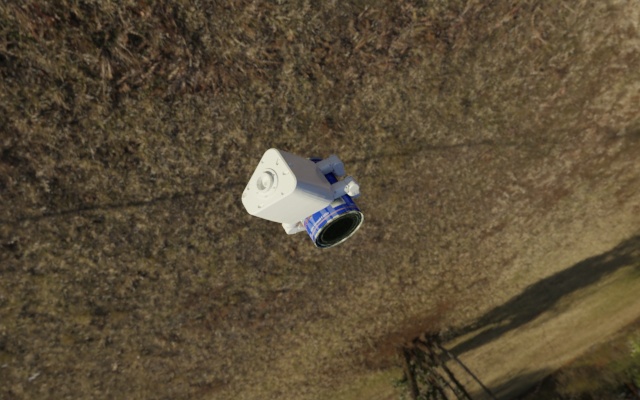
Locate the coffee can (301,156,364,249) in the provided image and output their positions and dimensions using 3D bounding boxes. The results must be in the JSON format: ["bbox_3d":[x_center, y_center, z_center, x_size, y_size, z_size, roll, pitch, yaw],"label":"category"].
[{"bbox_3d":[0.000,0.003,0.885,0.103,0.140,0.103,-25,-30,-16],"label":"coffee can"}]
